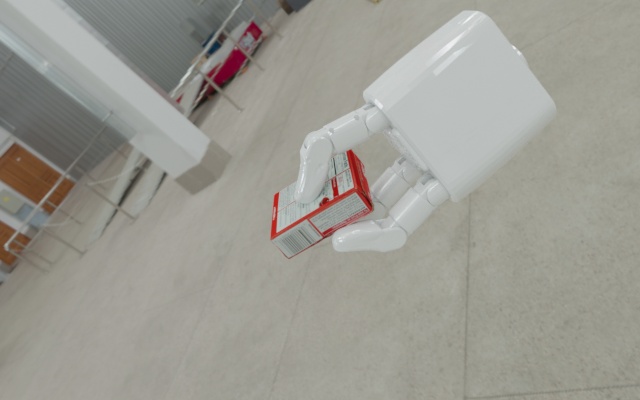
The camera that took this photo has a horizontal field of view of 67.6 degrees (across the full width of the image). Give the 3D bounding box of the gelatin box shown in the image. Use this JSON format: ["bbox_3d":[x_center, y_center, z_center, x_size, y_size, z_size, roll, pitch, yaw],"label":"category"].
[{"bbox_3d":[0.000,0.001,0.418,0.089,0.030,0.073,-31,29,15],"label":"gelatin box"}]
